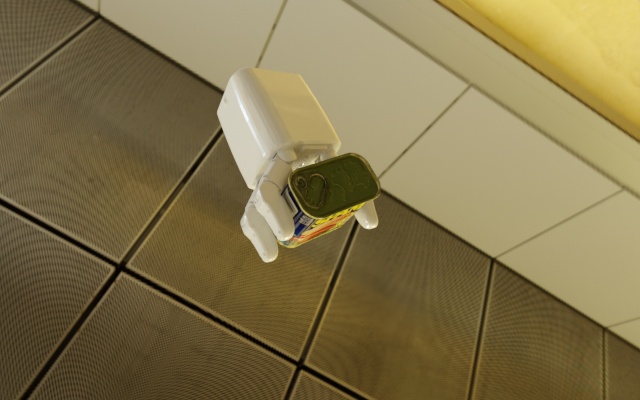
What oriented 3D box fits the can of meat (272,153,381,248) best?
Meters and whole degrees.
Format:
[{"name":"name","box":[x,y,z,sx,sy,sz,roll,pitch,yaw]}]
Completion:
[{"name":"can of meat","box":[0.000,0.002,0.511,0.102,0.057,0.084,-20,-16,-34]}]
